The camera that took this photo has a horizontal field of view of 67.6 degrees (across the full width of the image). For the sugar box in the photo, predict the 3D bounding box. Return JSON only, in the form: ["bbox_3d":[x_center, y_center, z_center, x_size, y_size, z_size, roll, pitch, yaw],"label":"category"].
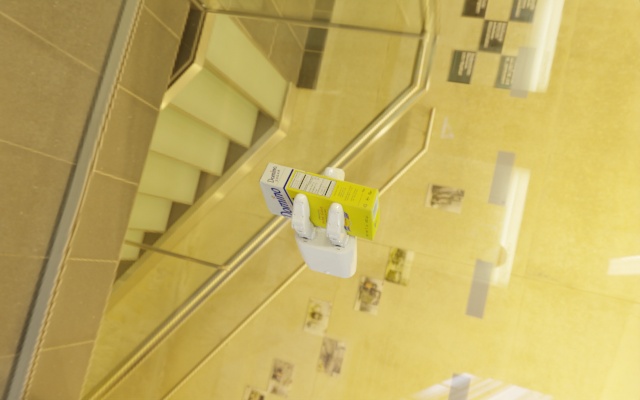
[{"bbox_3d":[0.000,0.003,0.727,0.176,0.048,0.093,12,-31,15],"label":"sugar box"}]
